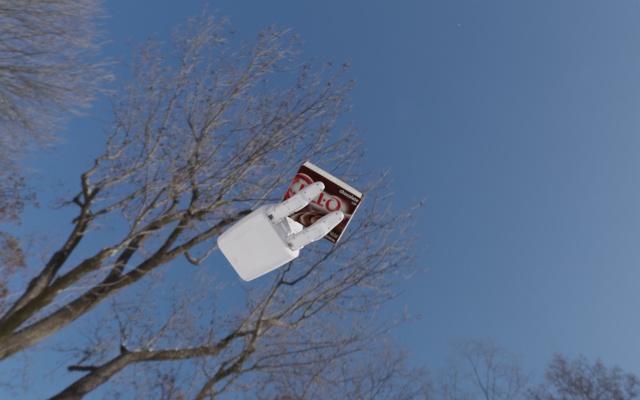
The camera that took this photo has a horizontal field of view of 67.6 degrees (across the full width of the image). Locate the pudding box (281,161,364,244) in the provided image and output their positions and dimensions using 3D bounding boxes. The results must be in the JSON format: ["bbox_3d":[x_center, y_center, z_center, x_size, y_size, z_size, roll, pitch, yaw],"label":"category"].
[{"bbox_3d":[0.000,0.003,0.771,0.113,0.090,0.039,29,20,1],"label":"pudding box"}]
